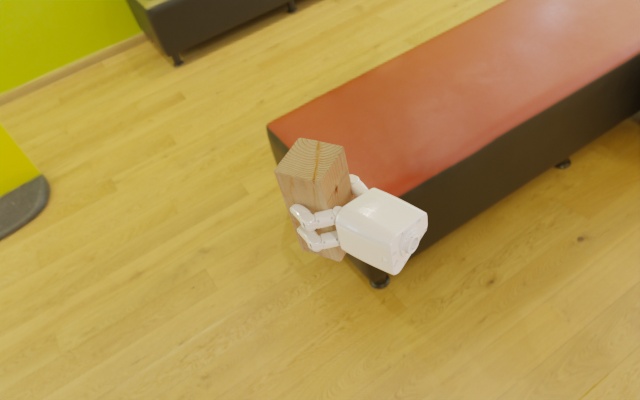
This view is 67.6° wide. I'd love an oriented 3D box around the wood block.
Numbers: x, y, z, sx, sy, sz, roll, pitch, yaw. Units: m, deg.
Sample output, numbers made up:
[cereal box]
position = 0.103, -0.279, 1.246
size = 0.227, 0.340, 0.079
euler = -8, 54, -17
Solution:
[wood block]
position = 0.001, 0.003, 0.844
size = 0.090, 0.090, 0.206
euler = 15, -38, 26
